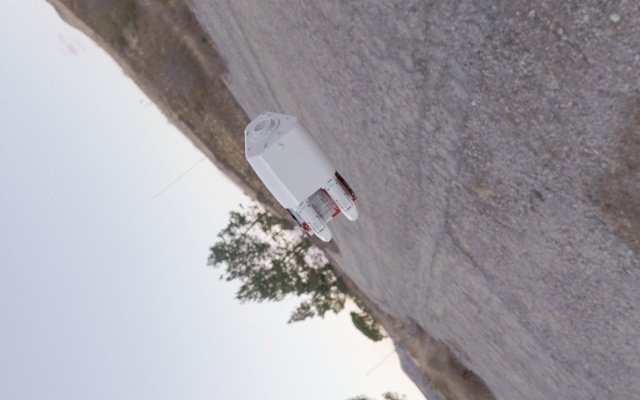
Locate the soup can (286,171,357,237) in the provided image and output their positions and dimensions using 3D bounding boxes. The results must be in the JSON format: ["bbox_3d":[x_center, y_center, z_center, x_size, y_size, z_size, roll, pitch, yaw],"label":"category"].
[{"bbox_3d":[0.000,0.003,0.783,0.102,0.068,0.068,-39,2,-2],"label":"soup can"}]
